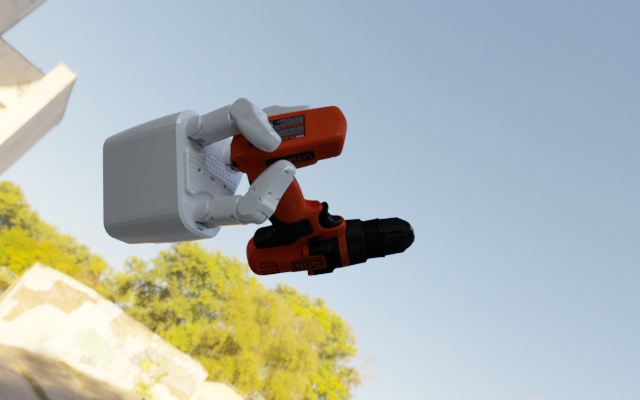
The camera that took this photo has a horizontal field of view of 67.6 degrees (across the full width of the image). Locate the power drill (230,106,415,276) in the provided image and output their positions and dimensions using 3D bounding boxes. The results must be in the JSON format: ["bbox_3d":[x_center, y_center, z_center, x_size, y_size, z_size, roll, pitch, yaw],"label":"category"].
[{"bbox_3d":[0.000,0.001,0.475,0.184,0.188,0.057,-10,42,3],"label":"power drill"}]
